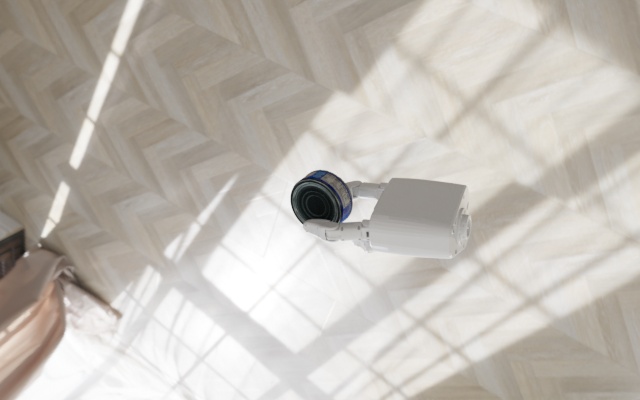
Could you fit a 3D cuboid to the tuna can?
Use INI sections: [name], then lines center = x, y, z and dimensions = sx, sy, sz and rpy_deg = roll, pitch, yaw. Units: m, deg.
[tuna can]
center = 0.000, 0.002, 0.673
dimensions = 0.086, 0.086, 0.033
rpy_deg = 0, 24, 33
